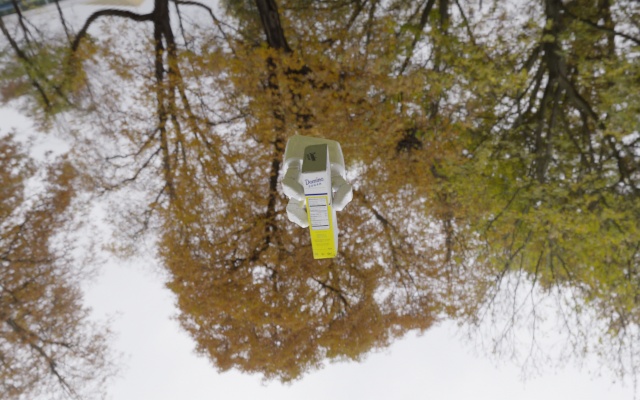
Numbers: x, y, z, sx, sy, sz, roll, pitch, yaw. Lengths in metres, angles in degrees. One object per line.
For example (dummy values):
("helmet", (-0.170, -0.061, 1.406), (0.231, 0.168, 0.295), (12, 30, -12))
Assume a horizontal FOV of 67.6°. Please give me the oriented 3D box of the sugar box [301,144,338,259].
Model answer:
("sugar box", (0.000, 0.003, 0.811), (0.048, 0.176, 0.093), (-6, 33, 6))
